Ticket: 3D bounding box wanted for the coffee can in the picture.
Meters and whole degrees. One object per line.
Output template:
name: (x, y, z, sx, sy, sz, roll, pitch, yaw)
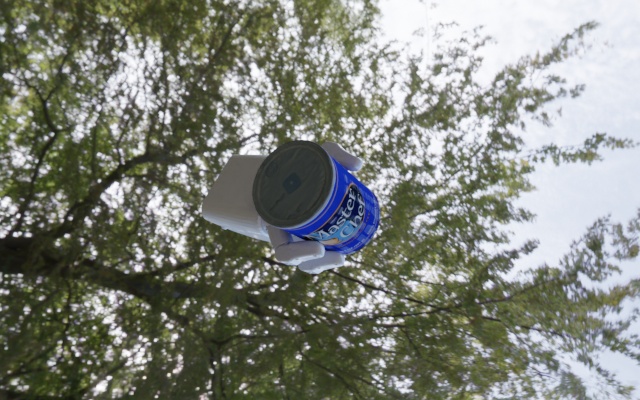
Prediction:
coffee can: (0.000, 0.002, 0.577, 0.103, 0.102, 0.140, 0, -18, 29)
